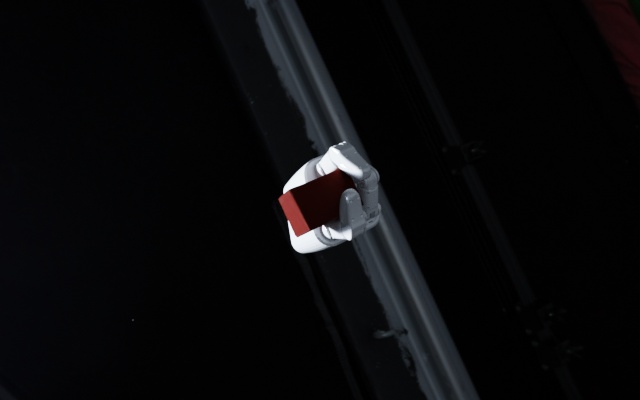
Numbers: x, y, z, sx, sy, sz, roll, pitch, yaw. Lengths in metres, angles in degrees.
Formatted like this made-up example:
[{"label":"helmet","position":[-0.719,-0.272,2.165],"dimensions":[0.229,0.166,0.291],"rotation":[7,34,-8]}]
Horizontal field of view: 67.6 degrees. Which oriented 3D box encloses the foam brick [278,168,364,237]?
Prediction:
[{"label":"foam brick","position":[0.000,0.002,0.554],"dimensions":[0.078,0.053,0.051],"rotation":[-24,-3,-25]}]
